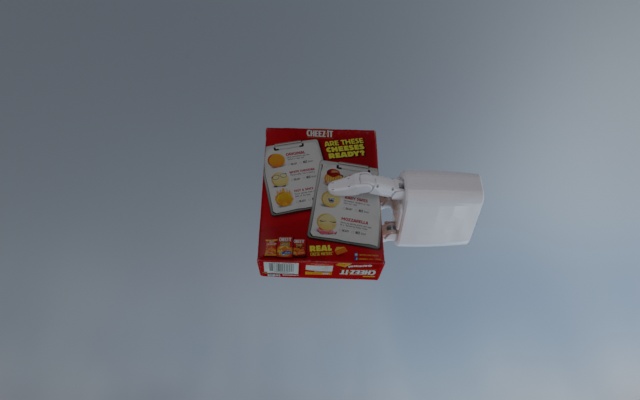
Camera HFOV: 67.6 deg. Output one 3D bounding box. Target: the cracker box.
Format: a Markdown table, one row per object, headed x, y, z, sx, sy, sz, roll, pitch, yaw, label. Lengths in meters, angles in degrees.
| x | y | z | sx | sy | sz | roll | pitch | yaw | label |
| --- | --- | --- | --- | --- | --- | --- | --- | --- | --- |
| 0.000 | 0.002 | 0.676 | 0.164 | 0.213 | 0.072 | 1 | -30 | -3 | cracker box |
